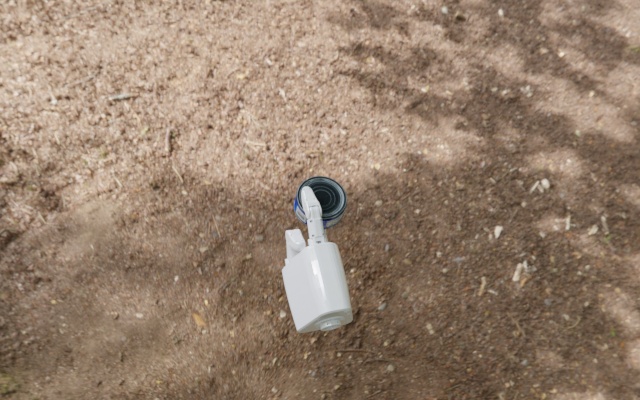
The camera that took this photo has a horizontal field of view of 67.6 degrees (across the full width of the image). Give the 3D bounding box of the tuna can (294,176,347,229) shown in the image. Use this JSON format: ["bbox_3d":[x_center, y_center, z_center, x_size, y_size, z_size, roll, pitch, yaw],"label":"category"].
[{"bbox_3d":[0.000,0.002,0.786,0.086,0.086,0.034,0,-31,-9],"label":"tuna can"}]
